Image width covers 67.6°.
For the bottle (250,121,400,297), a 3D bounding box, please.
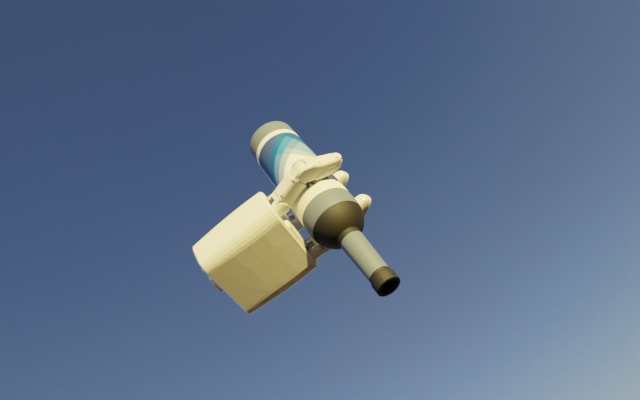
[{"bbox_3d":[0.000,0.002,0.572,0.069,0.069,0.295,0,35,-34],"label":"bottle"}]
